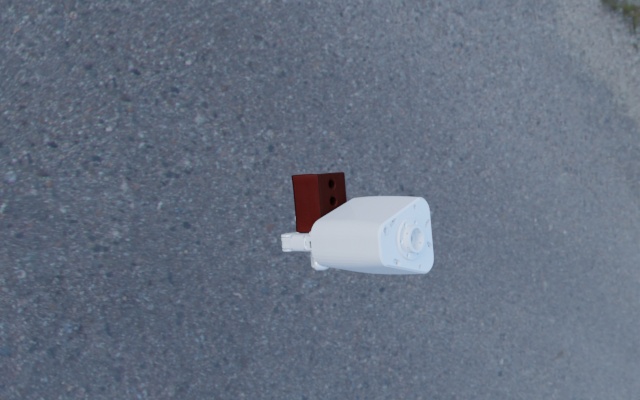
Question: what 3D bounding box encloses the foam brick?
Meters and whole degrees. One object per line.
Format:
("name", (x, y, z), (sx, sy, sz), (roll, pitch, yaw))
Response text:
("foam brick", (0.000, 0.002, 0.632), (0.053, 0.078, 0.051), (-7, 2, -44))
